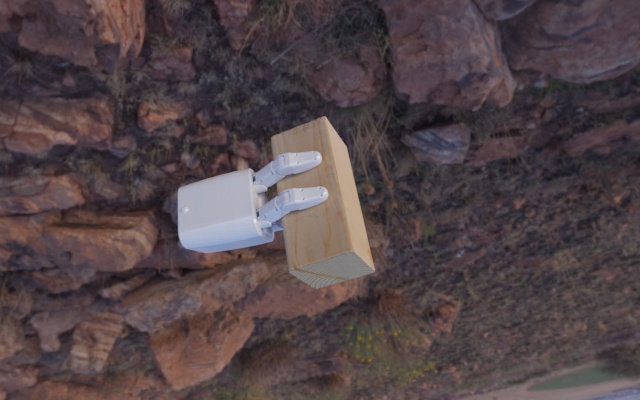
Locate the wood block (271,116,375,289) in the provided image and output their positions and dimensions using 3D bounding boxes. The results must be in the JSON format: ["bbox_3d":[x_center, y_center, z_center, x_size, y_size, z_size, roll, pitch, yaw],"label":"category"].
[{"bbox_3d":[0.000,0.003,0.655,0.090,0.206,0.091,-19,-30,15],"label":"wood block"}]
